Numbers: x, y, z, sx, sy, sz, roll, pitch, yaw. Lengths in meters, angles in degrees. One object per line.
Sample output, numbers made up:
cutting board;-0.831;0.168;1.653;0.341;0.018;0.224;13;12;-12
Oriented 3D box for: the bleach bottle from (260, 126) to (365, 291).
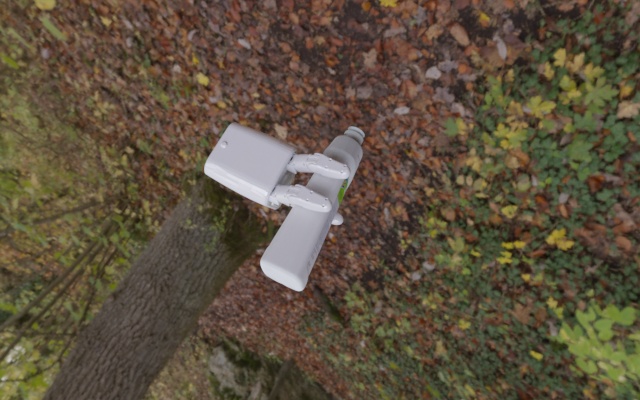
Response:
bleach bottle;0.000;0.002;0.701;0.068;0.250;0.103;25;-20;8
